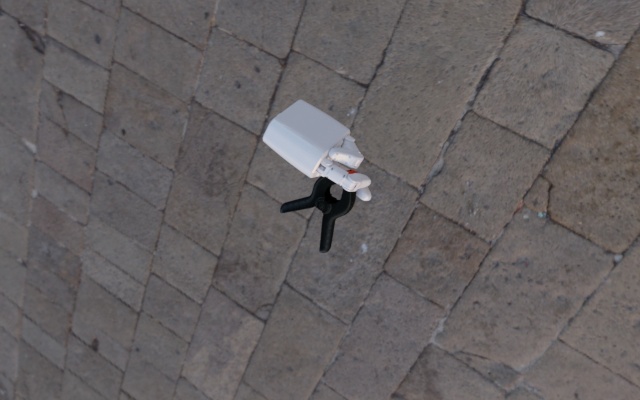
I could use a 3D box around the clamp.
[{"bbox_3d":[0.000,0.003,0.850,0.120,0.171,0.039,34,29,5],"label":"clamp"}]
